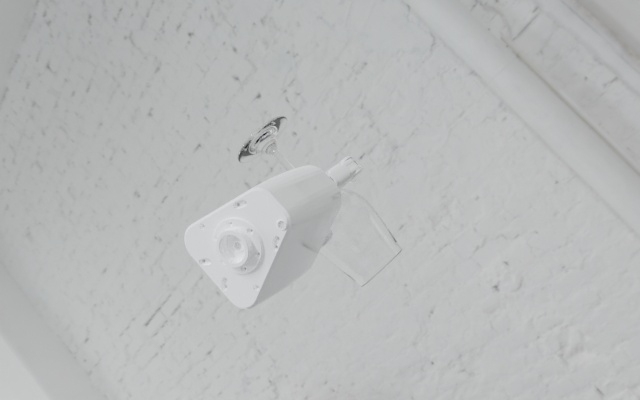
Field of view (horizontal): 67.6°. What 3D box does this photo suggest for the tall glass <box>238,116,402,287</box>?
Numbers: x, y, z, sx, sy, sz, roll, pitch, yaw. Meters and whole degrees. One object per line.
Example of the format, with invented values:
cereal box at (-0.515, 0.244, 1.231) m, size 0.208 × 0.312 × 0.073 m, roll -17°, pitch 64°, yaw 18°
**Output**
tall glass at (0.000, 0.001, 0.536) m, size 0.079 × 0.201 × 0.079 m, roll -42°, pitch -8°, yaw -7°
